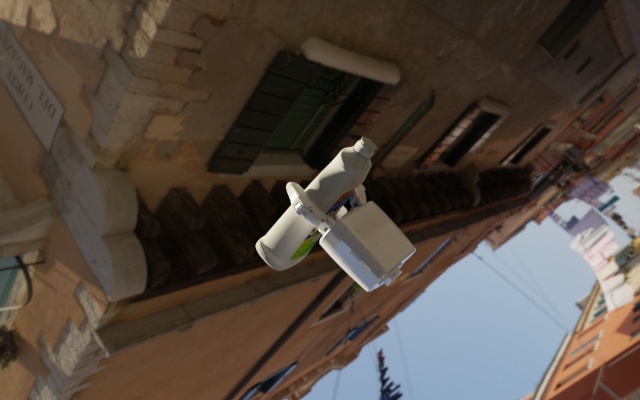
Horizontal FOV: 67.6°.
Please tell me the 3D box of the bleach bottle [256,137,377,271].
[{"bbox_3d":[0.000,0.002,0.768,0.068,0.251,0.102,46,28,15],"label":"bleach bottle"}]
